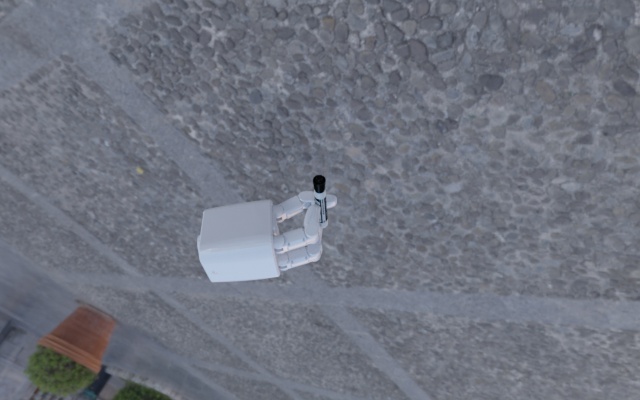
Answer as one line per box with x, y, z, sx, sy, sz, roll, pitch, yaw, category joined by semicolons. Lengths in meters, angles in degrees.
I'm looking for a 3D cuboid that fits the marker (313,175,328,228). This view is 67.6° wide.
0.000;0.002;0.720;0.020;0.020;0.121;0;-35;3;marker
